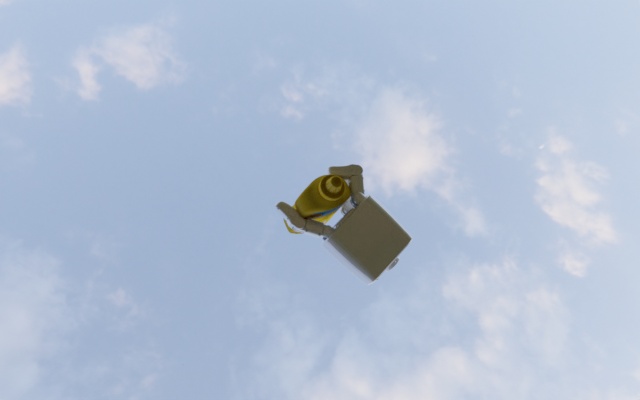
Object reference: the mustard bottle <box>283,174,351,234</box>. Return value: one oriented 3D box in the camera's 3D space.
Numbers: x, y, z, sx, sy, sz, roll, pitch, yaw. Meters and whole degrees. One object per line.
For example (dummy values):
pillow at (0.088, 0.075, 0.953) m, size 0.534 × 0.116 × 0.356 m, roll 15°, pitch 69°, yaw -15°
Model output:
mustard bottle at (0.000, 0.002, 0.811) m, size 0.096 × 0.058 × 0.192 m, roll -20°, pitch -12°, yaw -21°
